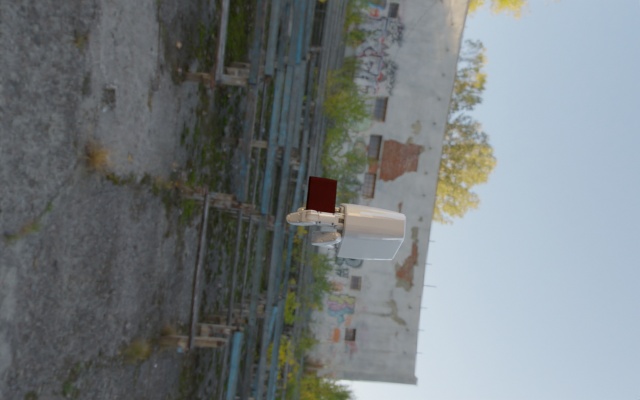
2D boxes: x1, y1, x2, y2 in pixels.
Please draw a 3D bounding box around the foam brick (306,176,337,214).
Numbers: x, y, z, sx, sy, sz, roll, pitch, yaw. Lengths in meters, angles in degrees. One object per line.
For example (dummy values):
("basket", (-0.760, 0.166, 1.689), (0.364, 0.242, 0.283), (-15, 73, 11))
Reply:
("foam brick", (0.000, 0.002, 0.859), (0.051, 0.078, 0.053), (6, -15, -2))
